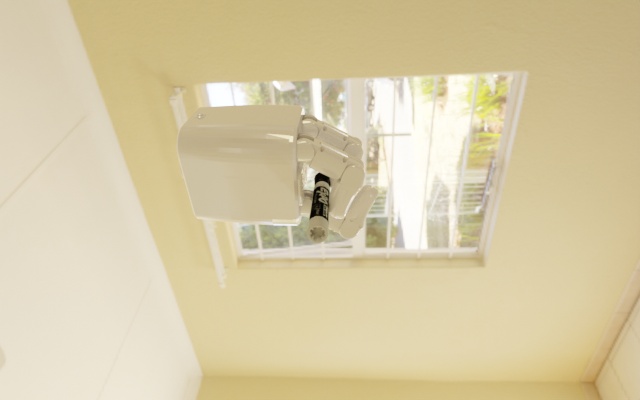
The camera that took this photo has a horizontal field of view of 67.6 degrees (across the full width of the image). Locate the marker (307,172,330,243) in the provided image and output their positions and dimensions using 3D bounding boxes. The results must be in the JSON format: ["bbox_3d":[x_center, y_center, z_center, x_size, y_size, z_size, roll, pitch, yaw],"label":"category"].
[{"bbox_3d":[0.000,0.002,0.458,0.020,0.020,0.121,0,27,3],"label":"marker"}]
